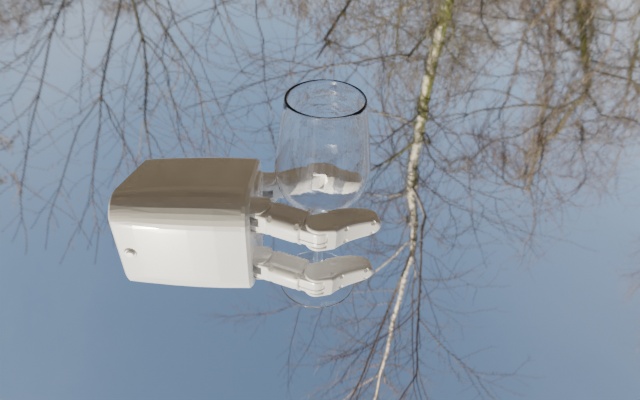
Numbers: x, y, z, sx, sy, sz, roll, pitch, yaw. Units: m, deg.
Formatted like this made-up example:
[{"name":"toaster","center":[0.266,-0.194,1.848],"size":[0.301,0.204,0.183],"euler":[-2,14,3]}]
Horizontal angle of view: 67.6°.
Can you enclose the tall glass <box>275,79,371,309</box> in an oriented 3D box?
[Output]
[{"name":"tall glass","center":[0.000,0.002,0.414],"size":[0.079,0.201,0.079],"euler":[2,39,-2]}]
